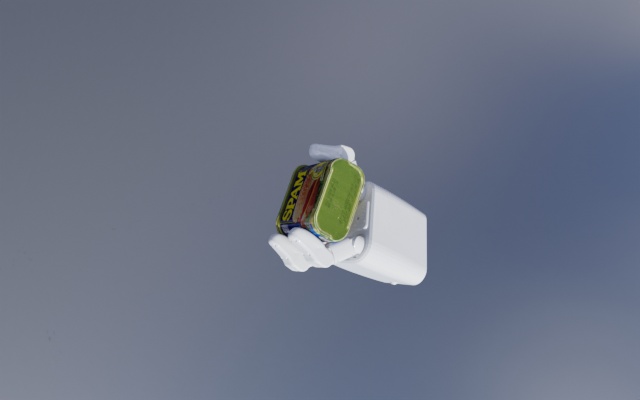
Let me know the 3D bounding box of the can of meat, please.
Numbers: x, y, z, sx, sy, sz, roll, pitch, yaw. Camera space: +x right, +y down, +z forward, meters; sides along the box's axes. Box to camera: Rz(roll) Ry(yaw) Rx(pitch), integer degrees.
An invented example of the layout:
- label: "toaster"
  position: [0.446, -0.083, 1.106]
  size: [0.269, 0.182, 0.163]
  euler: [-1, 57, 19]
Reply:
- label: "can of meat"
  position: [0.000, 0.002, 0.579]
  size: [0.057, 0.102, 0.084]
  euler: [29, -20, -29]
